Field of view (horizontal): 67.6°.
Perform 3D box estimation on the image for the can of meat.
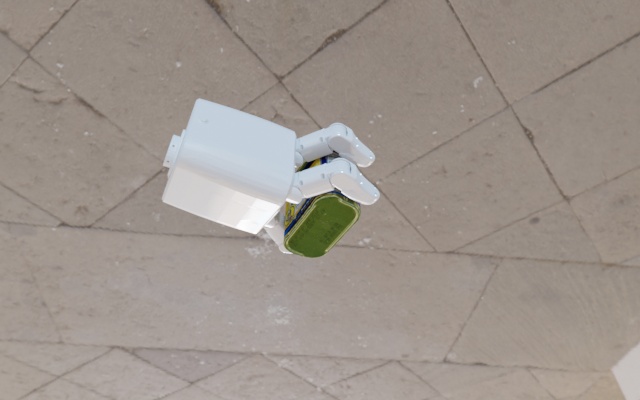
[{"bbox_3d":[0.000,0.002,0.518,0.057,0.083,0.102,22,-50,-20],"label":"can of meat"}]
